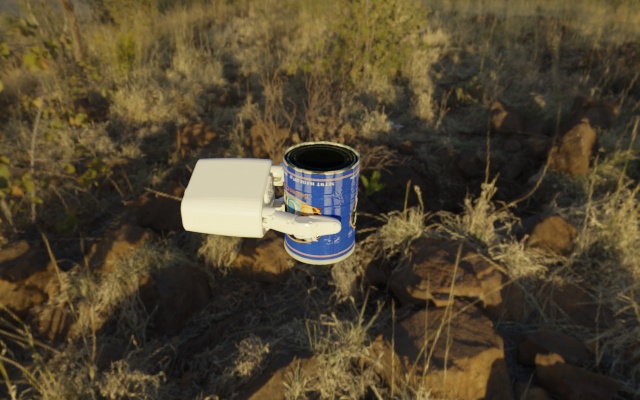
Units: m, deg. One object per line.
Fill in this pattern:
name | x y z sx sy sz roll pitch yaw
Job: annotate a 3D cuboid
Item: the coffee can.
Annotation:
coffee can | 0.000 0.002 0.661 0.103 0.140 0.102 1 29 0
